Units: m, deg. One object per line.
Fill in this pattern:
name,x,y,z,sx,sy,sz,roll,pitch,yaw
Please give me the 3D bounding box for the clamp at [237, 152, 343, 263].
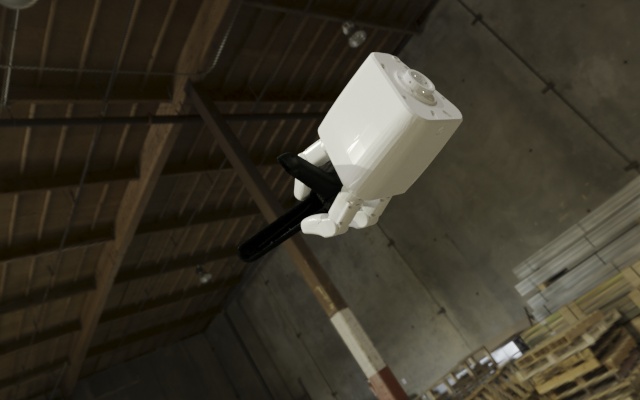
clamp,0.000,0.001,0.574,0.210,0.036,0.165,-11,-35,-45
